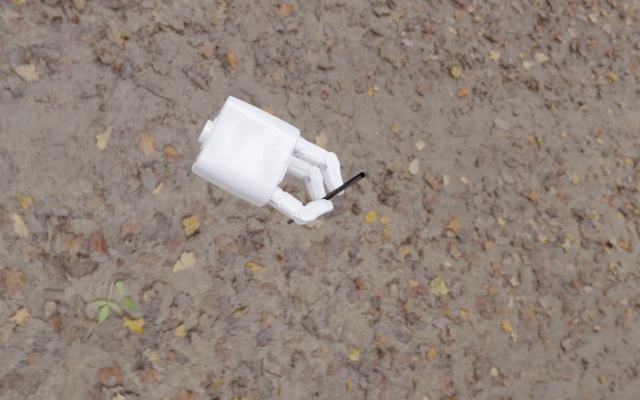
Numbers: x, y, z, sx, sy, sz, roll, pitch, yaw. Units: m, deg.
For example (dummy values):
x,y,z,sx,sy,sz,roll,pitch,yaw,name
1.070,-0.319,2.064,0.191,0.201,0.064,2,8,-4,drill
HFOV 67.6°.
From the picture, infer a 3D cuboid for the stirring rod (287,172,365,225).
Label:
x,y,z,sx,sy,sz,roll,pitch,yaw,name
0.000,0.002,0.694,0.011,0.011,0.239,0,-16,-27,stirring rod
